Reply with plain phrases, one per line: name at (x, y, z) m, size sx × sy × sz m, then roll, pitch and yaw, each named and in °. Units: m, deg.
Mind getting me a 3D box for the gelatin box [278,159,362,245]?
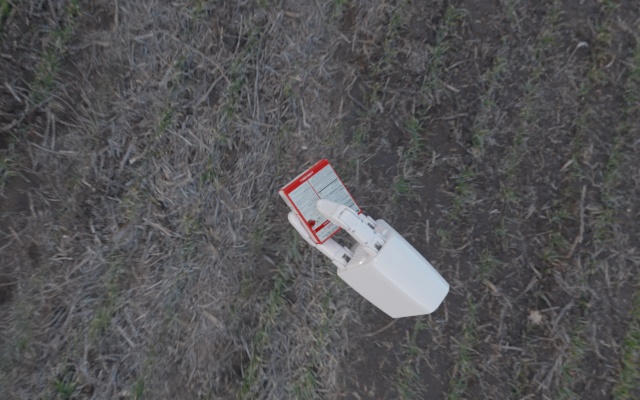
gelatin box at (0.000, 0.002, 0.626) m, size 0.073 × 0.089 × 0.030 m, roll -38°, pitch 11°, yaw -15°
